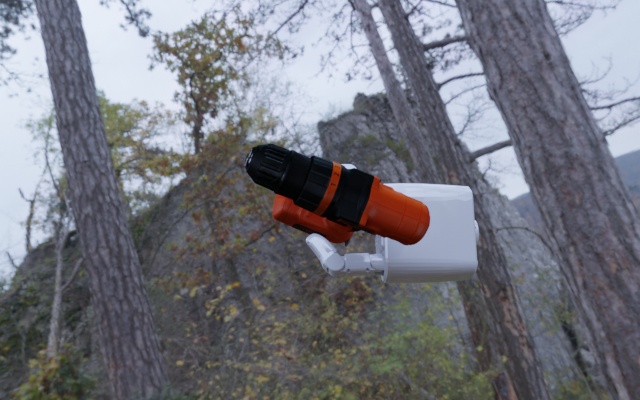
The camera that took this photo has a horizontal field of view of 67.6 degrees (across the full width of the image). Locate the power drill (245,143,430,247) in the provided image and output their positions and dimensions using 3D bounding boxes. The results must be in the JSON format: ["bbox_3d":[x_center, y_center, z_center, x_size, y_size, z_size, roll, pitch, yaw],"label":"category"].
[{"bbox_3d":[0.000,0.002,0.513,0.184,0.057,0.187,23,-10,-11],"label":"power drill"}]
